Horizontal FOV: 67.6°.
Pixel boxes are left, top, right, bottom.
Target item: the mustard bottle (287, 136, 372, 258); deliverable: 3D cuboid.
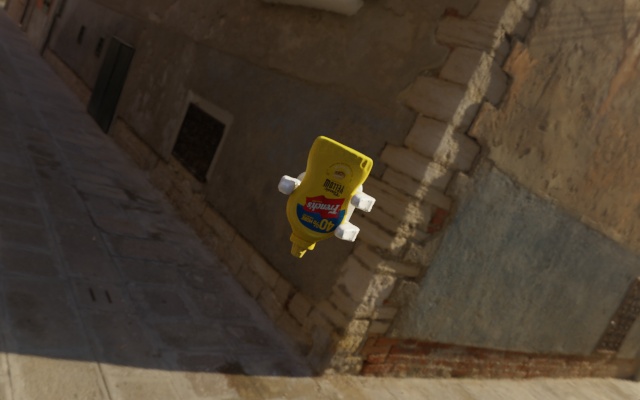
[{"bbox_3d":[0.000,0.002,0.756,0.096,0.191,0.058,22,9,-20],"label":"mustard bottle"}]
